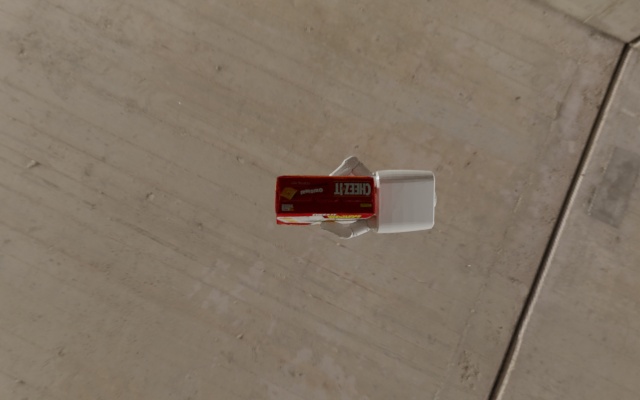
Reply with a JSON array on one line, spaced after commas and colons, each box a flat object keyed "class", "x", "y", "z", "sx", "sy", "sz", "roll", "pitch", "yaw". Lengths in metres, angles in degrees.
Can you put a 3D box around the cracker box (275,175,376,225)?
[{"class": "cracker box", "x": 0.000, "y": 0.003, "z": 0.874, "sx": 0.164, "sy": 0.072, "sz": 0.214, "roll": 0, "pitch": -7, "yaw": -5}]
